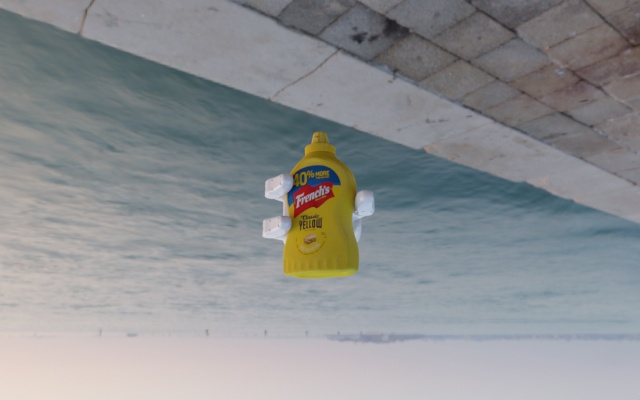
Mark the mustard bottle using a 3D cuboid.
[{"bbox_3d":[0.000,0.002,0.620,0.096,0.191,0.058,-9,-18,30],"label":"mustard bottle"}]
